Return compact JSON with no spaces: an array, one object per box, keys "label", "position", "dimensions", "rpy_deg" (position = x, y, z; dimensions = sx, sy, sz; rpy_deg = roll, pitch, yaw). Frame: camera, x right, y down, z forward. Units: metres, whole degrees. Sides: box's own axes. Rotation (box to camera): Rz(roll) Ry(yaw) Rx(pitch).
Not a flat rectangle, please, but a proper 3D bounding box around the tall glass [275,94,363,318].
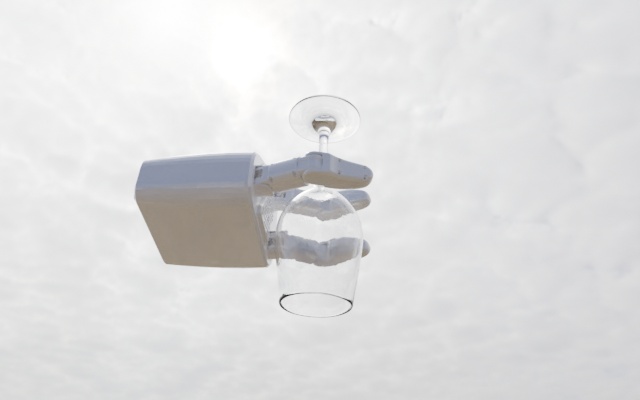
[{"label":"tall glass","position":[0.000,0.001,0.442],"dimensions":[0.079,0.201,0.079],"rpy_deg":[2,-31,1]}]
